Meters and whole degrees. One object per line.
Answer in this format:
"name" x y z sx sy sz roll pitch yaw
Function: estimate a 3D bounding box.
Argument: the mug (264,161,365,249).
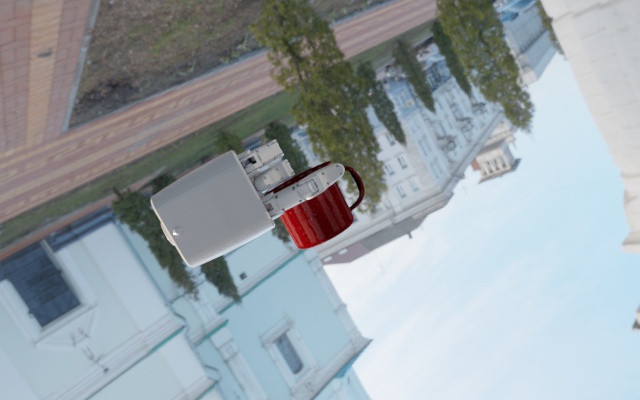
"mug" 0.001 0.001 0.596 0.117 0.081 0.093 -28 8 -5
